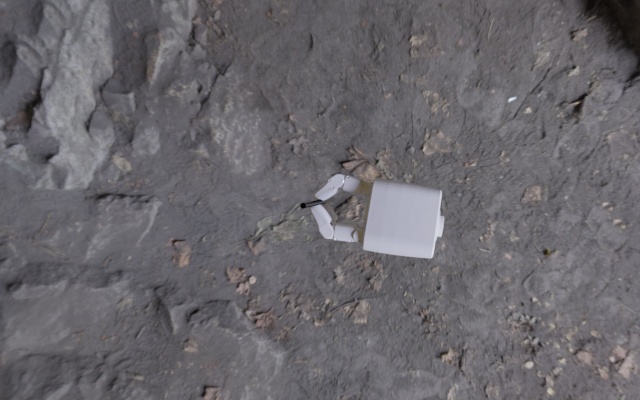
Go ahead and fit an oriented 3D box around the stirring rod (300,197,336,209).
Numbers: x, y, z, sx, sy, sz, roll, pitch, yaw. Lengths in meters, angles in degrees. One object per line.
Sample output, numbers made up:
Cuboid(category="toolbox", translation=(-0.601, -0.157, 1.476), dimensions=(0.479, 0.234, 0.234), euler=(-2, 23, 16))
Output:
Cuboid(category="stirring rod", translation=(0.000, 0.002, 0.757), dimensions=(0.011, 0.011, 0.239), euler=(0, 2, 11))
